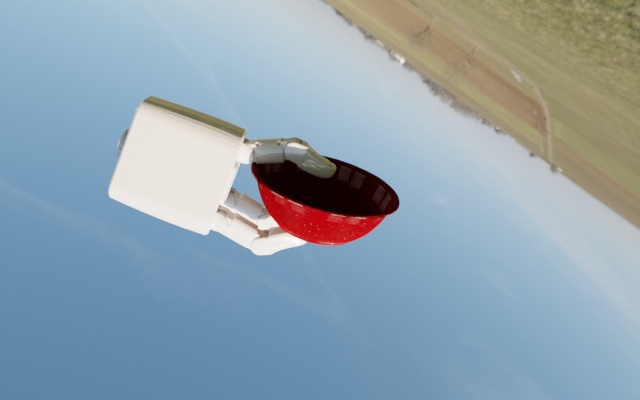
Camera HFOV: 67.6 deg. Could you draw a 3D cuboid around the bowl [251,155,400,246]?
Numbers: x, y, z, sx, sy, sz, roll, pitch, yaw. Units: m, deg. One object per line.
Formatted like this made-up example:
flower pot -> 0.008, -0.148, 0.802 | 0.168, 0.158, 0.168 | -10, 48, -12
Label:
bowl -> 0.001, 0.002, 0.514 | 0.162, 0.055, 0.162 | 13, 23, -5
